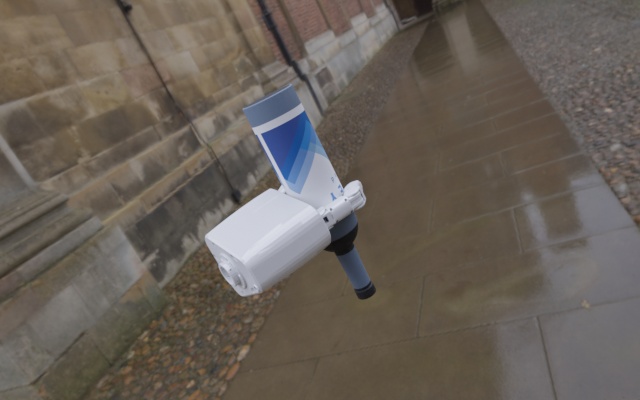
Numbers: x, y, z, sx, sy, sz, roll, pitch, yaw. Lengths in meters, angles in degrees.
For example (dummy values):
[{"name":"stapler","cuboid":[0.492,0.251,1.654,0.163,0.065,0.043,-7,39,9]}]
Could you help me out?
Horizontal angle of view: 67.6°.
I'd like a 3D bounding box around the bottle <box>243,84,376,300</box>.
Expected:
[{"name":"bottle","cuboid":[0.000,0.002,0.610,0.069,0.296,0.069,-24,17,8]}]
